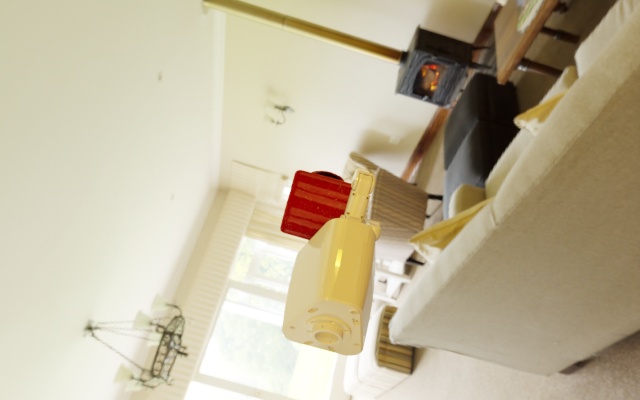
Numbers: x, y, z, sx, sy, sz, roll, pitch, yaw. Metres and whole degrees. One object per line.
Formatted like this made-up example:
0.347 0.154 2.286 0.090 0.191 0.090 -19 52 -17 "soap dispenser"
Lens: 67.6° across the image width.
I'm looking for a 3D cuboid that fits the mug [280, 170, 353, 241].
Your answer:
0.000 0.001 0.600 0.081 0.117 0.093 15 -45 -3 "mug"
